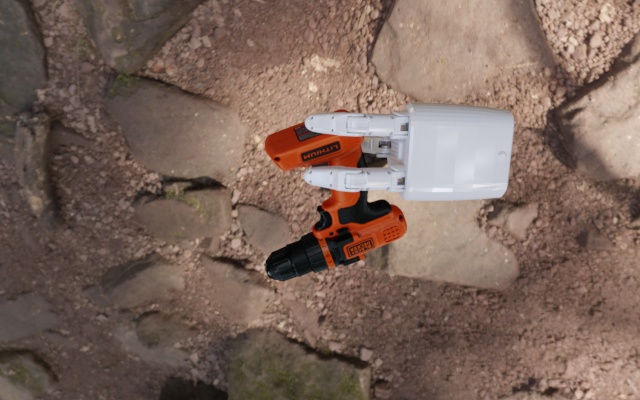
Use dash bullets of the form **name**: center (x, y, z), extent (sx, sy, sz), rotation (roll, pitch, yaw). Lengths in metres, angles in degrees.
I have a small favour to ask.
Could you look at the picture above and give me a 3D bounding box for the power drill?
- **power drill**: center (0.000, 0.001, 0.555), extent (0.184, 0.188, 0.057), rotation (-22, 37, -4)
